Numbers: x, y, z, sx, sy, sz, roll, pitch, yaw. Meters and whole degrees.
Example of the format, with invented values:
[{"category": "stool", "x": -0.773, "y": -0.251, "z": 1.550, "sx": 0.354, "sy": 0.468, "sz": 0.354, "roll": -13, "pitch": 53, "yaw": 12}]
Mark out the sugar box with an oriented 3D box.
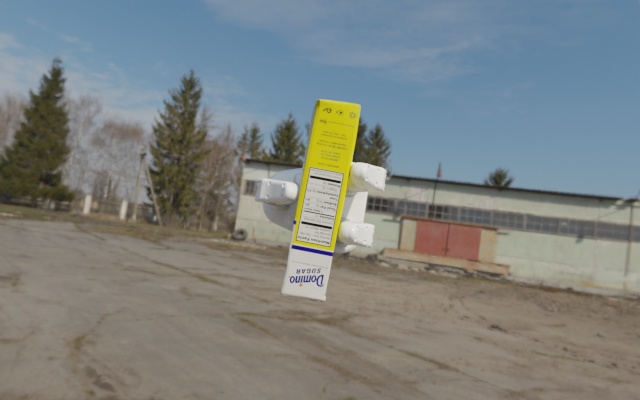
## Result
[{"category": "sugar box", "x": 0.001, "y": 0.001, "z": 0.456, "sx": 0.048, "sy": 0.176, "sz": 0.093, "roll": 8, "pitch": -4, "yaw": 0}]
